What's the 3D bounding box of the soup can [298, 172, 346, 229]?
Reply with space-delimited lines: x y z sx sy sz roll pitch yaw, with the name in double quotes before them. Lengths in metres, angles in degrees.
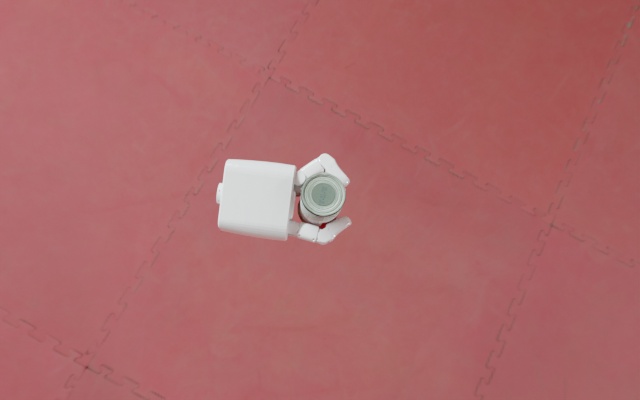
"soup can" 0.001 0.003 0.736 0.068 0.068 0.102 0 -14 -5
